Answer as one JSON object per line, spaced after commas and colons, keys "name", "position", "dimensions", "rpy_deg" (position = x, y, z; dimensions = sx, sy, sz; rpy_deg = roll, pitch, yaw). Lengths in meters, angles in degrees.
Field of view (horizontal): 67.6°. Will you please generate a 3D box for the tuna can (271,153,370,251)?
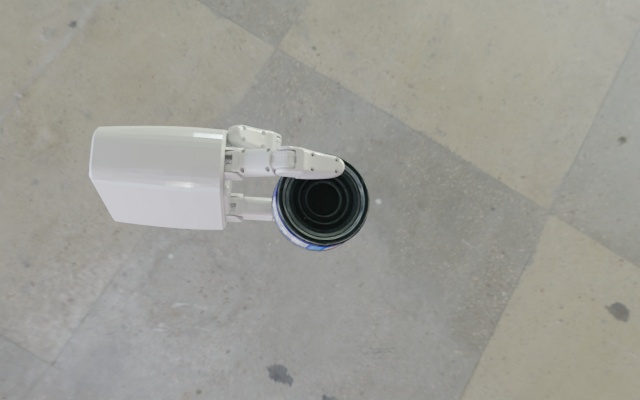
{"name": "tuna can", "position": [0.000, 0.001, 0.430], "dimensions": [0.086, 0.086, 0.034], "rpy_deg": [0, -12, -12]}
